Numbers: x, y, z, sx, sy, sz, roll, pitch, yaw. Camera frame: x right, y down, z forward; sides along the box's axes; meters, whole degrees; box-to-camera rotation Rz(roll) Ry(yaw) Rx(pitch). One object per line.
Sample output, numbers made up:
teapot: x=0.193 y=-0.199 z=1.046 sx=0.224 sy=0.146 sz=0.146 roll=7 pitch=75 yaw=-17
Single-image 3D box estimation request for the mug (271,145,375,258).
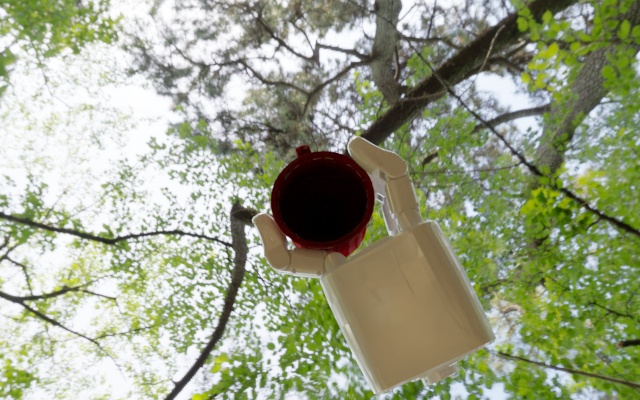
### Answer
mug: x=-0.001 y=0.000 z=0.464 sx=0.093 sy=0.117 sz=0.081 roll=-22 pitch=-21 yaw=-4
